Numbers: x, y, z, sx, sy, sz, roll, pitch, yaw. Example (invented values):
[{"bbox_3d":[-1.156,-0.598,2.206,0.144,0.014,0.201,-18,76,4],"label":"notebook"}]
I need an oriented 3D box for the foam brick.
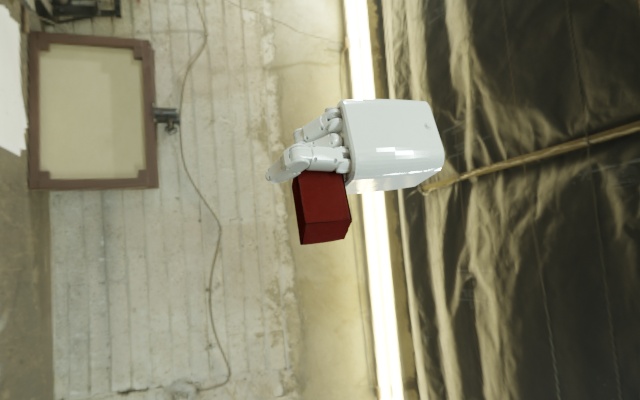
[{"bbox_3d":[0.000,0.002,0.525,0.051,0.078,0.053,-4,-28,-11],"label":"foam brick"}]
